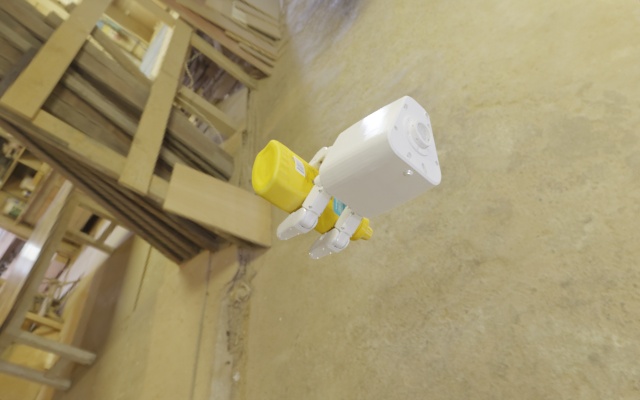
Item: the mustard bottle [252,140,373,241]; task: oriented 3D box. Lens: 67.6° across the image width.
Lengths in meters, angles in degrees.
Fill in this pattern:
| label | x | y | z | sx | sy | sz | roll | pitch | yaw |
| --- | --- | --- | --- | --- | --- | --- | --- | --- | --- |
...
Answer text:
| label | x | y | z | sx | sy | sz | roll | pitch | yaw |
| --- | --- | --- | --- | --- | --- | --- | --- | --- | --- |
| mustard bottle | 0.000 | 0.002 | 0.634 | 0.192 | 0.058 | 0.096 | 34 | 24 | -29 |
